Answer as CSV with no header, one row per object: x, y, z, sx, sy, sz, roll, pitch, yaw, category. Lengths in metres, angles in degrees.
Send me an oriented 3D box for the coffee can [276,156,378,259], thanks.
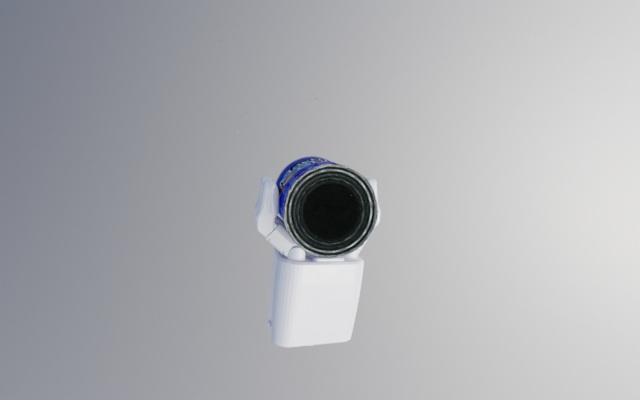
0.000,0.002,0.574,0.103,0.103,0.140,0,8,-10,coffee can
